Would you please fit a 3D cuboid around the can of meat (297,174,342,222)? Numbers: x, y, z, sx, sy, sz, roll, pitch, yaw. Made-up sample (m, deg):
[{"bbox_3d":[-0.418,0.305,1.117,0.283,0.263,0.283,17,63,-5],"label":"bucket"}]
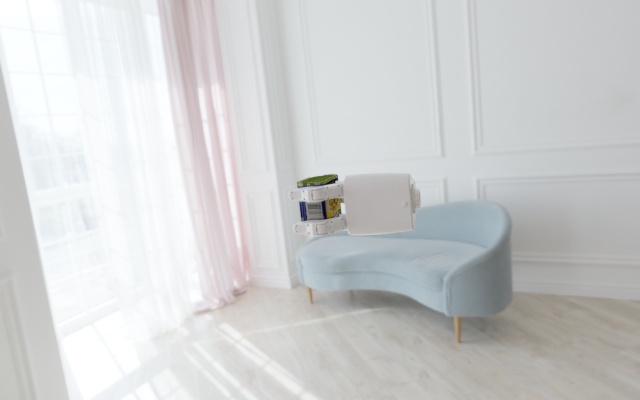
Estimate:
[{"bbox_3d":[0.000,0.002,0.815,0.057,0.084,0.102,-2,10,20],"label":"can of meat"}]
